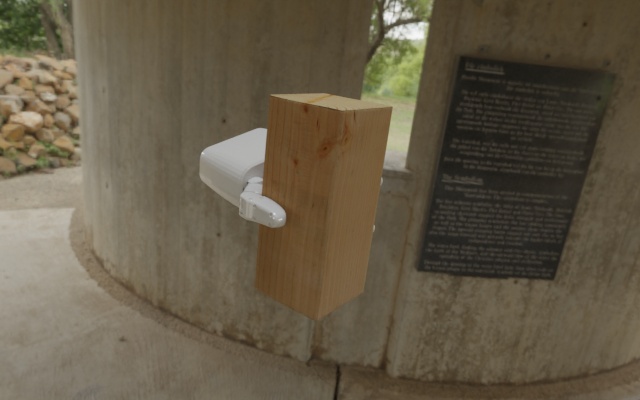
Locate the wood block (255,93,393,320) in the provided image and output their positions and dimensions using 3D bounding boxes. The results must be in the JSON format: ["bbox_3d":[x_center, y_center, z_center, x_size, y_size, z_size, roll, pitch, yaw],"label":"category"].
[{"bbox_3d":[0.000,0.001,0.489,0.090,0.206,0.091,20,22,34],"label":"wood block"}]
